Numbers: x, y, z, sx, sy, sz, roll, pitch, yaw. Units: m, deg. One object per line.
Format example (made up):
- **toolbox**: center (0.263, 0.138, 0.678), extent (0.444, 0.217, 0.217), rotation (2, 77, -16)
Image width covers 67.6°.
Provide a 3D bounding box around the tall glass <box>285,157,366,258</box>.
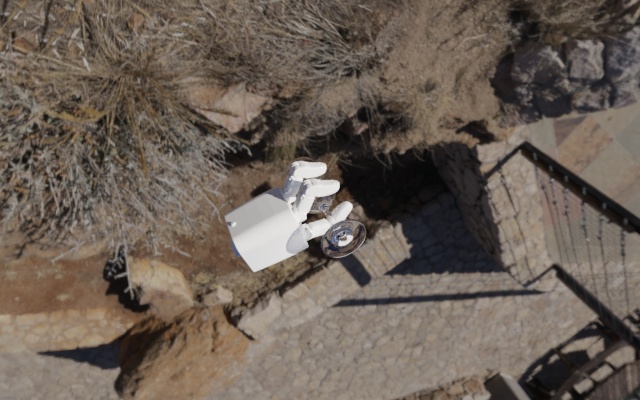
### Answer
- **tall glass**: center (0.001, 0.003, 0.800), extent (0.079, 0.079, 0.201), rotation (0, 35, -25)
